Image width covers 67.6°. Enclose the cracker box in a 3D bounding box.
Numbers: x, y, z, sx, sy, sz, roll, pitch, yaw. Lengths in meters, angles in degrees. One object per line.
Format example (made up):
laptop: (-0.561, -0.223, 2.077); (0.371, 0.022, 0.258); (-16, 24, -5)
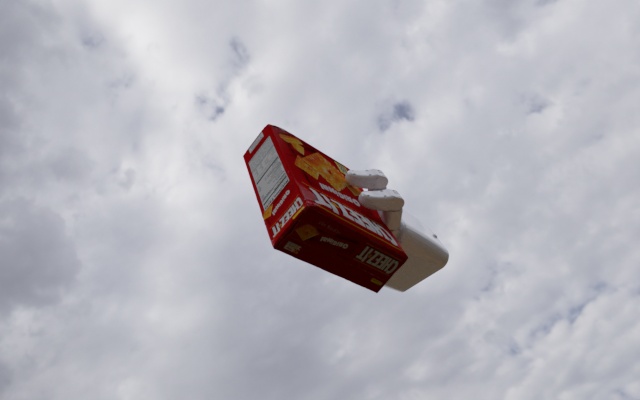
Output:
cracker box: (0.000, 0.002, 0.619); (0.164, 0.072, 0.213); (28, 20, -32)
